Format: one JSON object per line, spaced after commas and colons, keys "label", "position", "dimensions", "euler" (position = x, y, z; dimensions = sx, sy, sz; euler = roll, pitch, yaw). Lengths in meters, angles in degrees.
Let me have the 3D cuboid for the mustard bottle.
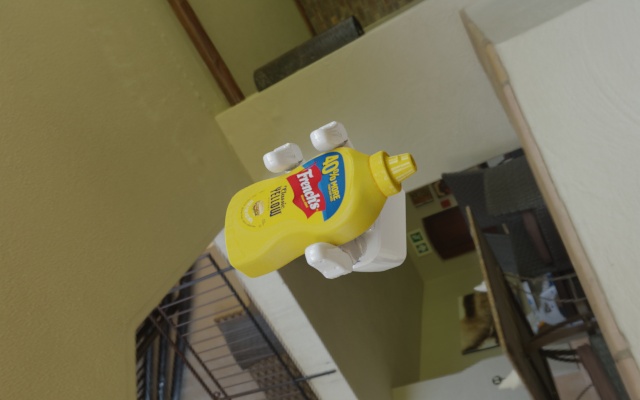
{"label": "mustard bottle", "position": [0.000, 0.001, 0.453], "dimensions": [0.191, 0.096, 0.058], "euler": [-23, -44, 22]}
